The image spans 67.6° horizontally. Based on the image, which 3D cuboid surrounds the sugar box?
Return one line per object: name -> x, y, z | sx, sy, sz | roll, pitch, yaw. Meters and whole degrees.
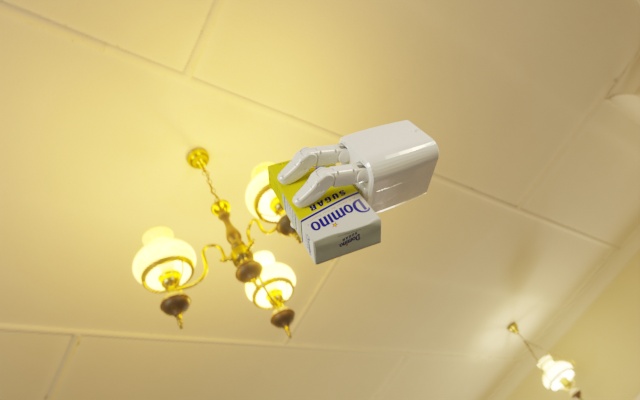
sugar box -> 0.000, 0.002, 0.639 | 0.093, 0.048, 0.176 | -18, 38, -17
